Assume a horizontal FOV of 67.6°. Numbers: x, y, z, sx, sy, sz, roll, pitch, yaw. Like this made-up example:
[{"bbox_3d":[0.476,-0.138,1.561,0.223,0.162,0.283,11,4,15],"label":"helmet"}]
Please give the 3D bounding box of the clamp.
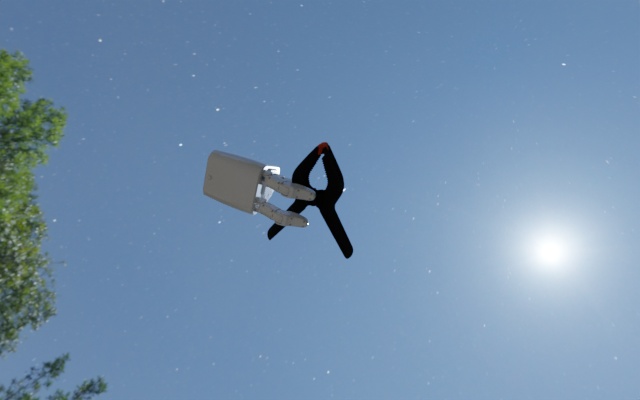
[{"bbox_3d":[0.000,0.002,0.855,0.164,0.210,0.036,18,22,8],"label":"clamp"}]
